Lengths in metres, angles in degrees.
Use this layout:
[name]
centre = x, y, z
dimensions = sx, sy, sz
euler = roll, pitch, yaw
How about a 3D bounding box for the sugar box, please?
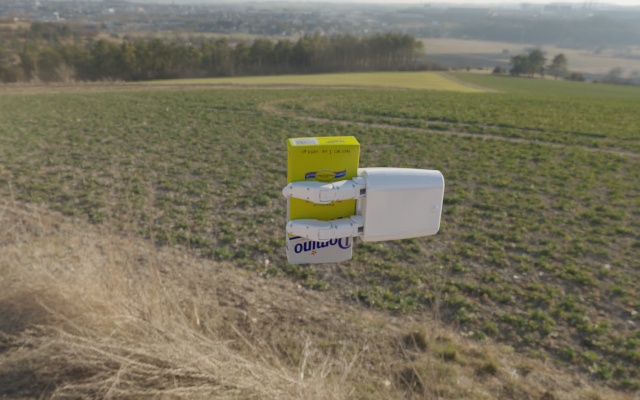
[sugar box]
centre = 0.000, 0.002, 0.656
dimensions = 0.093, 0.176, 0.048
euler = -3, 23, -9
